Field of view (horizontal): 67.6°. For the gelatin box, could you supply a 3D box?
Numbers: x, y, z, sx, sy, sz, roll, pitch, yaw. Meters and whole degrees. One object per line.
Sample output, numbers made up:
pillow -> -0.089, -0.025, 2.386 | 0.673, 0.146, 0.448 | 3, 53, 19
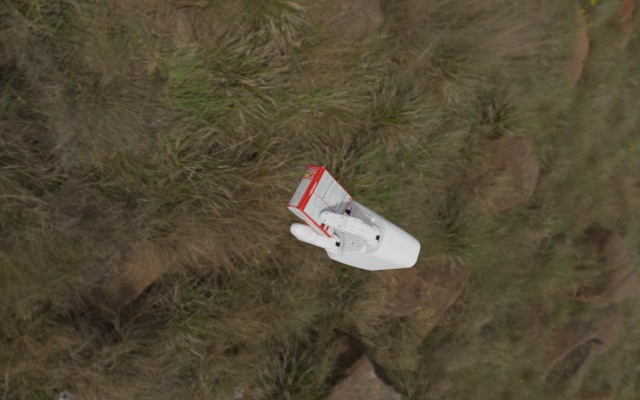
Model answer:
gelatin box -> 0.000, 0.002, 0.696 | 0.030, 0.073, 0.089 | 13, -23, 42
